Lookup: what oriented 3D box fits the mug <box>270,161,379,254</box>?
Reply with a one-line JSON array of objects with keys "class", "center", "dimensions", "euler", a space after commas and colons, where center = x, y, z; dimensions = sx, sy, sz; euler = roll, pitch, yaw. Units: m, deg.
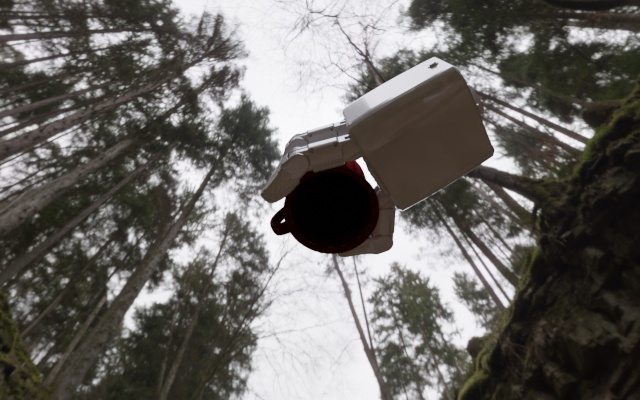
[{"class": "mug", "center": [-0.001, 0.002, 0.500], "dimensions": [0.117, 0.093, 0.081], "euler": [-29, 20, 11]}]
